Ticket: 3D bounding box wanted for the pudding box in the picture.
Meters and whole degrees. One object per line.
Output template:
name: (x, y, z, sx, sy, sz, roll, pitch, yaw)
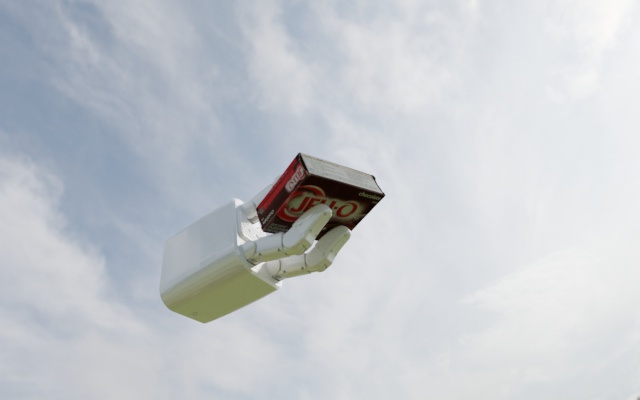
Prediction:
pudding box: (0.000, 0.002, 0.521, 0.113, 0.039, 0.090, 11, -48, -40)
